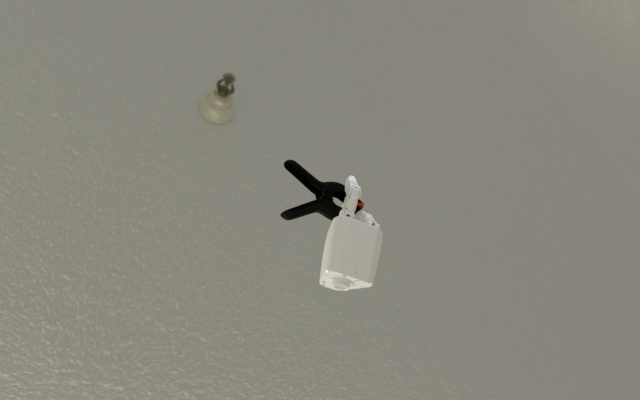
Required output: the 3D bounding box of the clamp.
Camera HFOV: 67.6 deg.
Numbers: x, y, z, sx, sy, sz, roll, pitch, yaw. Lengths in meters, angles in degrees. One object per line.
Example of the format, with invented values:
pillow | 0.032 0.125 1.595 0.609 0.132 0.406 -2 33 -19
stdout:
clamp | 0.000 0.003 0.885 0.171 0.120 0.039 21 -27 -17
